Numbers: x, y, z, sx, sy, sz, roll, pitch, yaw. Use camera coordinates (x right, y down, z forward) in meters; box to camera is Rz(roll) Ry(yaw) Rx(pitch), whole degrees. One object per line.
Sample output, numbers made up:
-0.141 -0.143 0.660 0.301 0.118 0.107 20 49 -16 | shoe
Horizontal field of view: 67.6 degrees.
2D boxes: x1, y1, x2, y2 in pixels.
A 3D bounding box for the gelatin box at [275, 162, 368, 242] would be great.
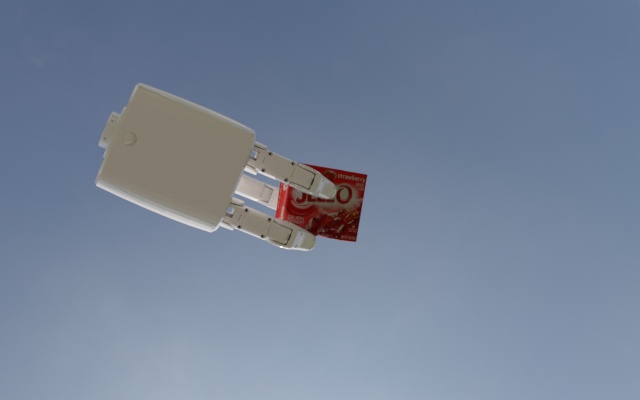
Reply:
0.000 0.002 0.495 0.089 0.073 0.030 9 1 -26 | gelatin box
